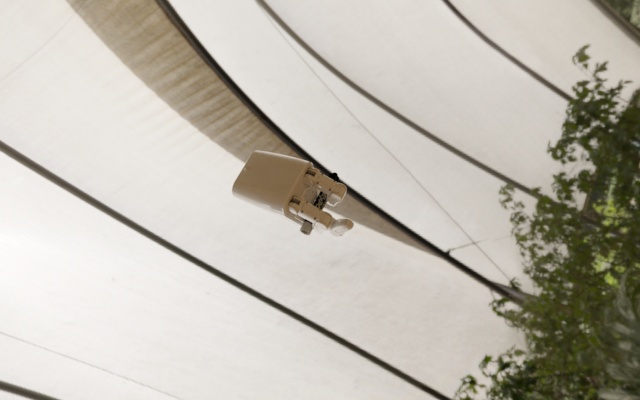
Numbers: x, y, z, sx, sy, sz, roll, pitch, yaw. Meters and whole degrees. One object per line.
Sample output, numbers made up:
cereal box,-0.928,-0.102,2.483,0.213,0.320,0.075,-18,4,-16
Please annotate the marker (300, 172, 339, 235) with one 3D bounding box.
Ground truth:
marker,0.000,0.003,0.790,0.020,0.121,0.020,23,-24,11
